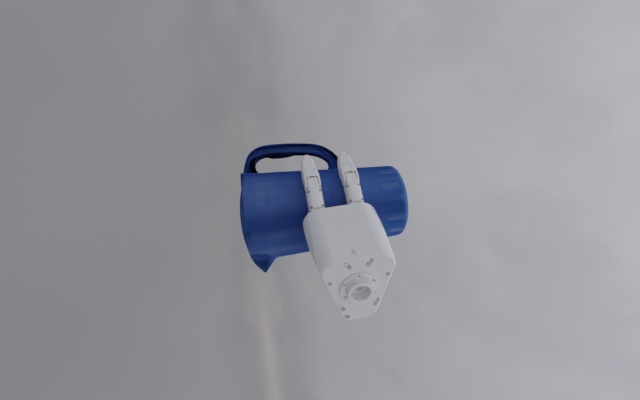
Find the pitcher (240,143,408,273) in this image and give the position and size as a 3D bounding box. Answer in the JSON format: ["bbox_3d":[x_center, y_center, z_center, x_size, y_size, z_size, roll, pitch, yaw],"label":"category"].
[{"bbox_3d":[0.000,0.003,0.721,0.243,0.149,0.145,-7,35,-8],"label":"pitcher"}]
